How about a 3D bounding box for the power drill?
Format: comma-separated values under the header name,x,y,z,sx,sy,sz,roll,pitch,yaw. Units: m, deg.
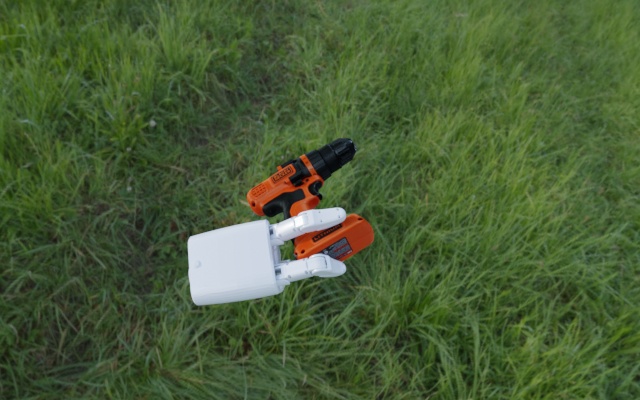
name,x,y,z,sx,sy,sz,roll,pitch,yaw
power drill,0.000,0.003,0.679,0.184,0.057,0.187,-33,44,-1
